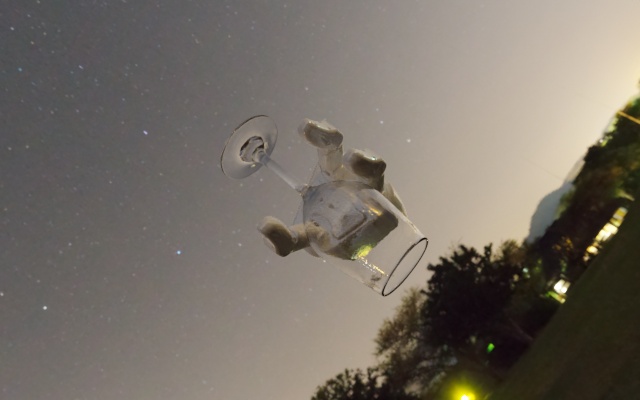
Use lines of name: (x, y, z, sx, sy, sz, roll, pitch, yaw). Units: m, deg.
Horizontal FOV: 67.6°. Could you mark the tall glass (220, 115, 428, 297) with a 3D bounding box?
tall glass: (-0.001, 0.001, 0.442, 0.201, 0.079, 0.079, 38, 18, 25)
